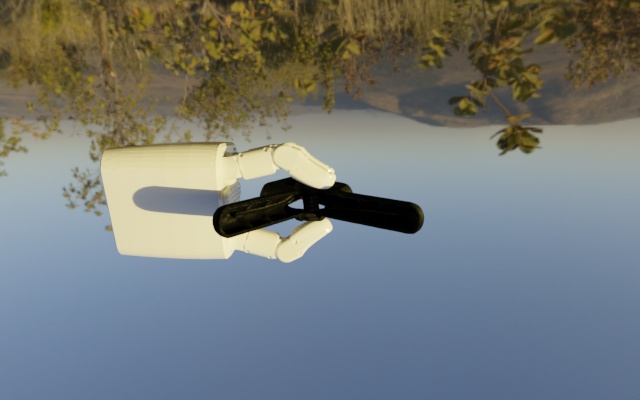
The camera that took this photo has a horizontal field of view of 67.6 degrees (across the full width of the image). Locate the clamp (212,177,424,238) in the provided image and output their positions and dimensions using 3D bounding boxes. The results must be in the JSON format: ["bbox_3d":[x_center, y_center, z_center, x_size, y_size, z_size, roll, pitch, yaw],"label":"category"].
[{"bbox_3d":[0.000,0.002,0.455,0.164,0.036,0.210,1,9,0],"label":"clamp"}]
